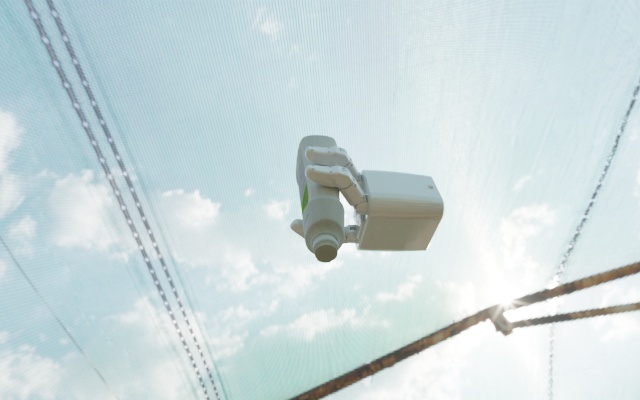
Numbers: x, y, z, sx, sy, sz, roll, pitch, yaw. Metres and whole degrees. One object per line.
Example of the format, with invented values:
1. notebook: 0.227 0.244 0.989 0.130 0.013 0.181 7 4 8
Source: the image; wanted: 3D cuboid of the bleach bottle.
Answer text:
1. bleach bottle: 0.000 0.002 0.677 0.068 0.103 0.250 2 33 -4
